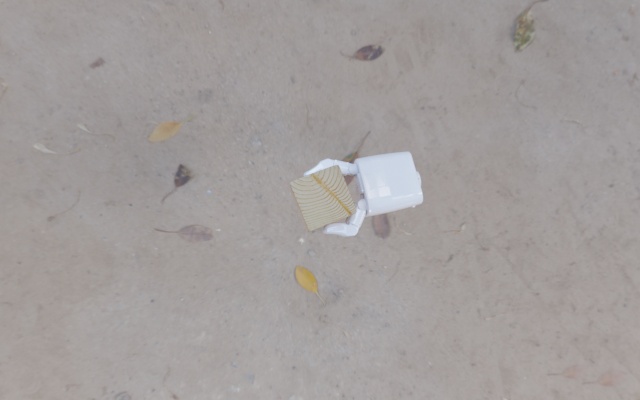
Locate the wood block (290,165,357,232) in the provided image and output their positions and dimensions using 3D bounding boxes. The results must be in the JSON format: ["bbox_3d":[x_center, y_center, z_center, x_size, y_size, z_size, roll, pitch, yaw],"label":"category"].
[{"bbox_3d":[0.000,0.002,0.896,0.090,0.091,0.206,-21,-4,-4],"label":"wood block"}]
